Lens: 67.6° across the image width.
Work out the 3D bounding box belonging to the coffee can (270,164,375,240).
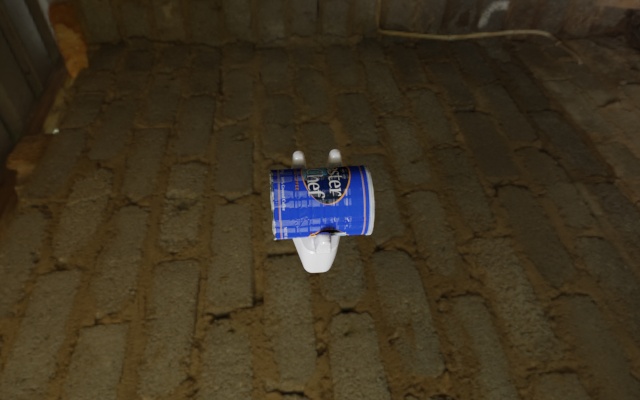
[{"bbox_3d":[0.000,0.002,0.690,0.140,0.103,0.103,-3,0,-4],"label":"coffee can"}]
